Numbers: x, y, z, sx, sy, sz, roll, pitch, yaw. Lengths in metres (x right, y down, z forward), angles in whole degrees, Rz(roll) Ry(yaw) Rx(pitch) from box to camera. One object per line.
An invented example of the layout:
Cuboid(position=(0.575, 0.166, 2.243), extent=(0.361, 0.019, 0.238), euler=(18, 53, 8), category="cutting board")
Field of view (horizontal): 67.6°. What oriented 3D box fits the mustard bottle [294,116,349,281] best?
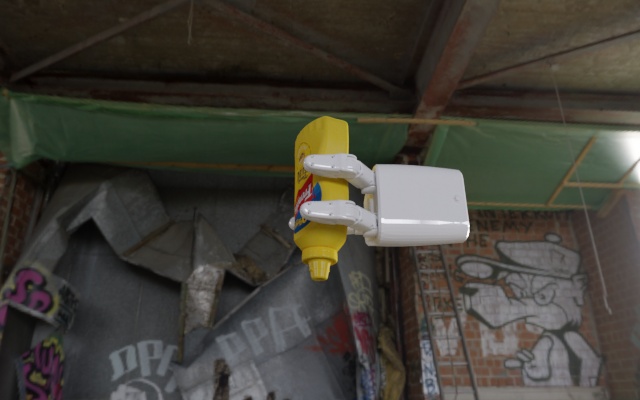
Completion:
Cuboid(position=(0.000, 0.002, 0.579), extent=(0.058, 0.191, 0.096), euler=(12, -26, -25), category="mustard bottle")
